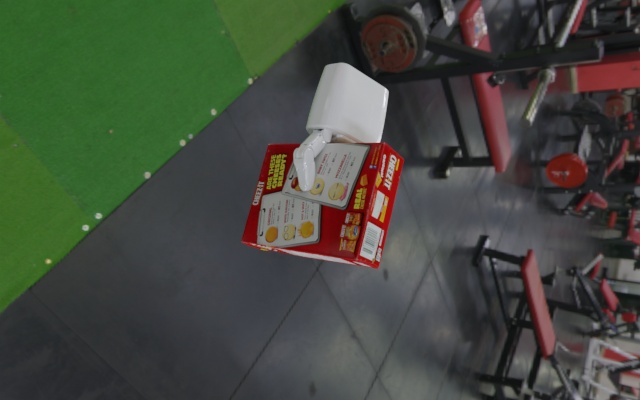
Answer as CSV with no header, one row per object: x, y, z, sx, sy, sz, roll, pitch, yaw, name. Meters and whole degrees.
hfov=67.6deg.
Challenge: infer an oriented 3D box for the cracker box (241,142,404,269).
0.000,0.002,0.697,0.213,0.164,0.072,4,-16,38,cracker box
